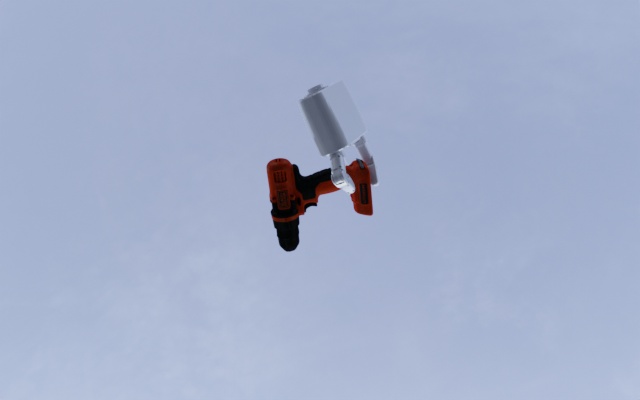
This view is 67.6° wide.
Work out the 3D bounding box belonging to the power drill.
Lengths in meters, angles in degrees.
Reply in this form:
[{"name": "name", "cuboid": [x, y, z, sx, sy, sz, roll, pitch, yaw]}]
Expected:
[{"name": "power drill", "cuboid": [0.001, 0.003, 0.881, 0.187, 0.184, 0.057, -9, 26, -5]}]
